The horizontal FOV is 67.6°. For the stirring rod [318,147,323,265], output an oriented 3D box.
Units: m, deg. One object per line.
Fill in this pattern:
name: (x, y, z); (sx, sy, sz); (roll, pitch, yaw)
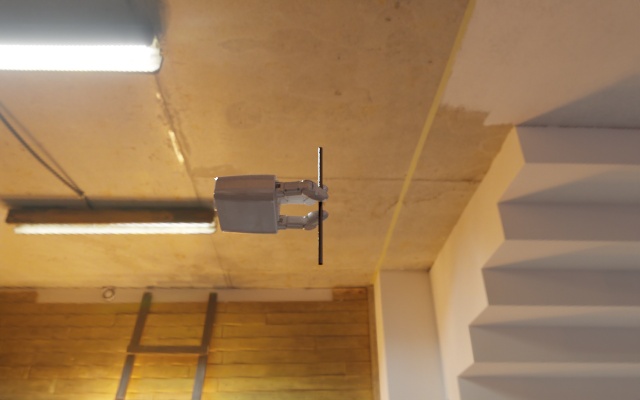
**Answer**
stirring rod: (0.000, 0.003, 0.856); (0.011, 0.239, 0.011); (0, -31, 0)
